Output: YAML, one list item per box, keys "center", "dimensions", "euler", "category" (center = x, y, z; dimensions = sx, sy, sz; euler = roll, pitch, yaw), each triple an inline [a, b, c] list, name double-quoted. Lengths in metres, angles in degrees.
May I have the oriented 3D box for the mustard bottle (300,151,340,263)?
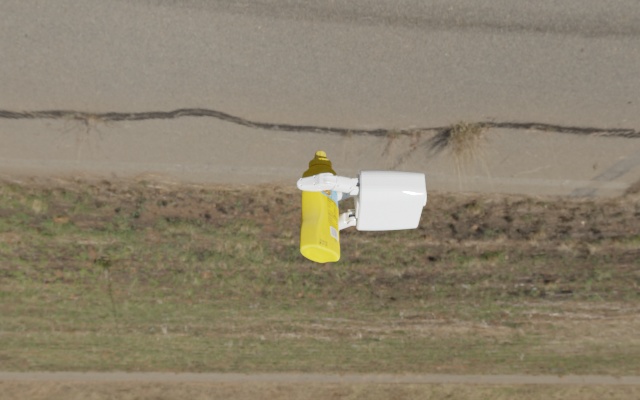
- center: [0.000, 0.003, 0.815]
  dimensions: [0.058, 0.191, 0.096]
  euler: [-10, -25, 22]
  category: "mustard bottle"
